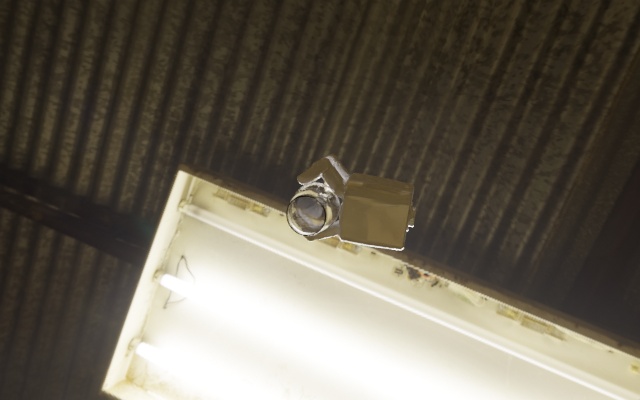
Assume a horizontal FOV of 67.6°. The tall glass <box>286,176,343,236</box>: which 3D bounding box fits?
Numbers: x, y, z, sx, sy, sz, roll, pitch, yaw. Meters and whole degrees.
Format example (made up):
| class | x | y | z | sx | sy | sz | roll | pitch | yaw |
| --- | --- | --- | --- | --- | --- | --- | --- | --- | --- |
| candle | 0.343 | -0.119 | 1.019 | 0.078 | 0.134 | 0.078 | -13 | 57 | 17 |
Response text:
| class | x | y | z | sx | sy | sz | roll | pitch | yaw |
| --- | --- | --- | --- | --- | --- | --- | --- | --- | --- |
| tall glass | 0.000 | 0.003 | 0.799 | 0.079 | 0.079 | 0.201 | 0 | 12 | 13 |
